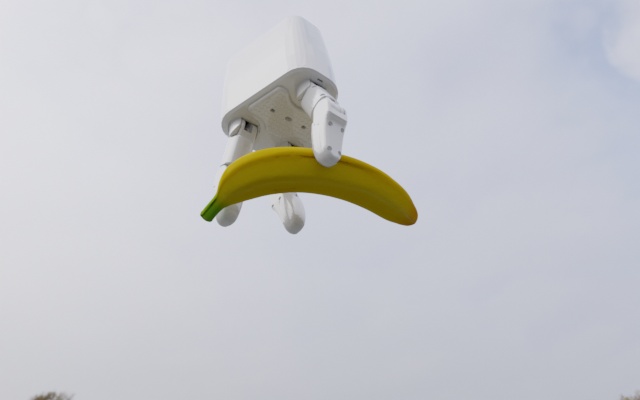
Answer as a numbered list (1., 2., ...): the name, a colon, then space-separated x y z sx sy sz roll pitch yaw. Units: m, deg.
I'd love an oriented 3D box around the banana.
1. banana: 0.001 -0.012 0.409 0.198 0.070 0.037 3 43 -15
